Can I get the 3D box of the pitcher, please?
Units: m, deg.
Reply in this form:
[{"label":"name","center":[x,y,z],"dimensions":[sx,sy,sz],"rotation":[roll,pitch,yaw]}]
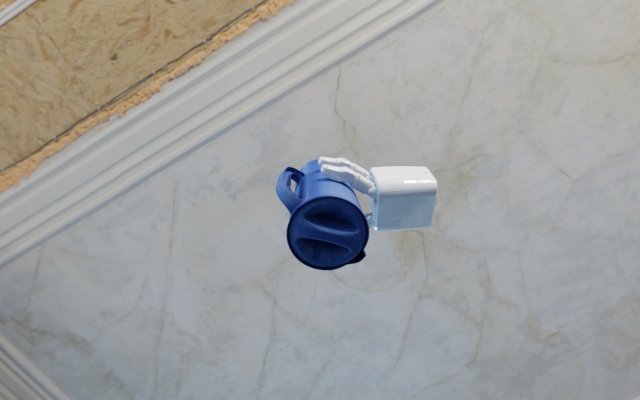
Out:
[{"label":"pitcher","center":[0.000,0.003,0.861],"dimensions":[0.145,0.149,0.242],"rotation":[-4,23,-1]}]
